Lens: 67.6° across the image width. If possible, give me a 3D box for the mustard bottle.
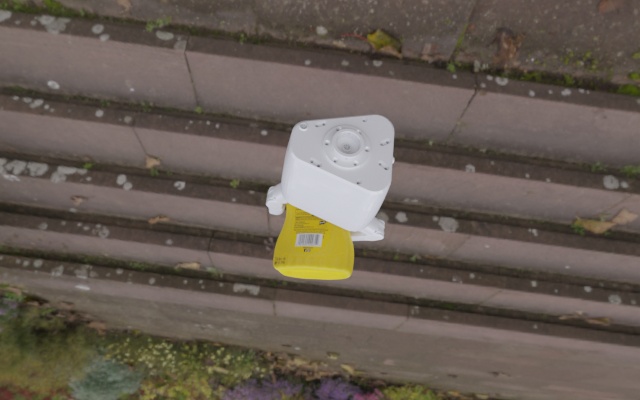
[{"bbox_3d":[0.000,0.002,0.613,0.096,0.191,0.058,-1,-24,19],"label":"mustard bottle"}]
